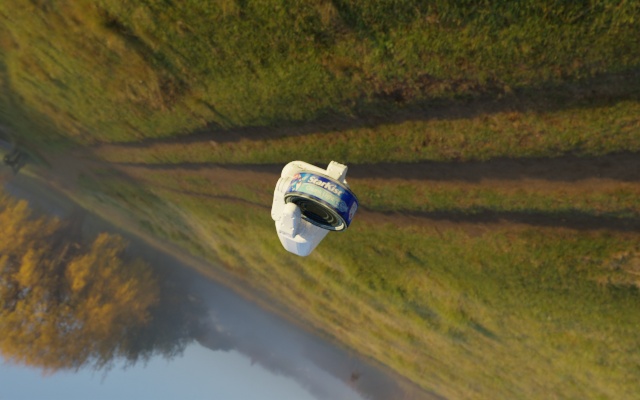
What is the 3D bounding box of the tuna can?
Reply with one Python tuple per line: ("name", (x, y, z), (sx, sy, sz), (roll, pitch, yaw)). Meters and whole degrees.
("tuna can", (0.000, 0.002, 0.562), (0.086, 0.033, 0.086), (23, -21, 9))
